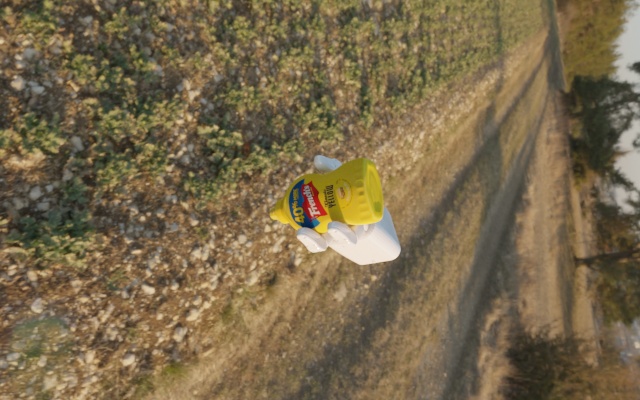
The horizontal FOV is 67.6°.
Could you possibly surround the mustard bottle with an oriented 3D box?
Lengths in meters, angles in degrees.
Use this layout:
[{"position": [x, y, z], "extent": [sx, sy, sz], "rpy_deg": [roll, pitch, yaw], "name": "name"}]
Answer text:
[{"position": [0.000, 0.002, 0.743], "extent": [0.191, 0.096, 0.058], "rpy_deg": [-14, -11, 32], "name": "mustard bottle"}]
